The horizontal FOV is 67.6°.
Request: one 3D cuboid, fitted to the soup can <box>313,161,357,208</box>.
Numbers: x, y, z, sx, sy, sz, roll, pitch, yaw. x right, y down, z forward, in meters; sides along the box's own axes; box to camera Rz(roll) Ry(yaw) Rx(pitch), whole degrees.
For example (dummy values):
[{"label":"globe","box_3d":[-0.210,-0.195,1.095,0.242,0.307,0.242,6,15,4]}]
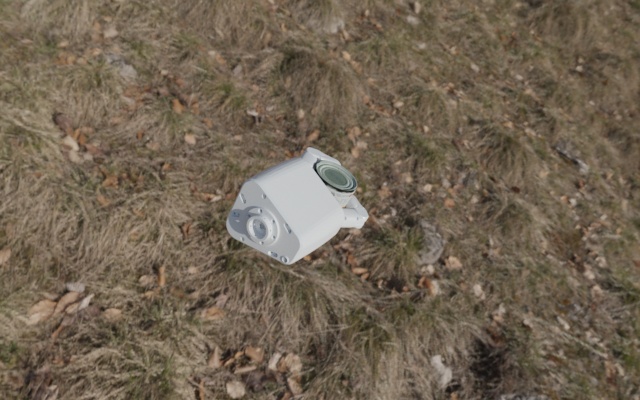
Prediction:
[{"label":"soup can","box_3d":[0.001,0.002,0.684,0.068,0.102,0.068,22,32,-14]}]
